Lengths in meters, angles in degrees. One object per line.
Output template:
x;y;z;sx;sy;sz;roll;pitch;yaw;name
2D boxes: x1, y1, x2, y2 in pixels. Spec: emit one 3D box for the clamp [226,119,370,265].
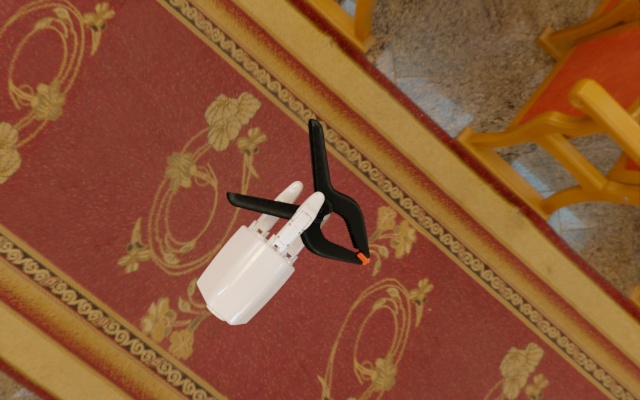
0.001;0.003;0.662;0.210;0.164;0.036;41;-7;-8;clamp
